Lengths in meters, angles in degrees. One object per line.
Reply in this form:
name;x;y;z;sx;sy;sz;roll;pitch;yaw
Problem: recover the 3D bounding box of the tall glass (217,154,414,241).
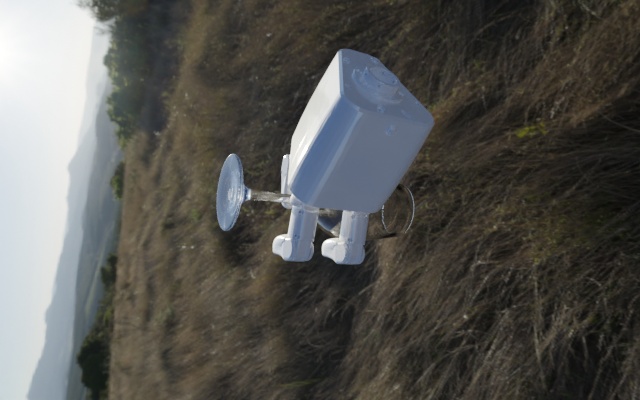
tall glass;-0.001;0.002;0.500;0.201;0.079;0.079;7;-3;-28
